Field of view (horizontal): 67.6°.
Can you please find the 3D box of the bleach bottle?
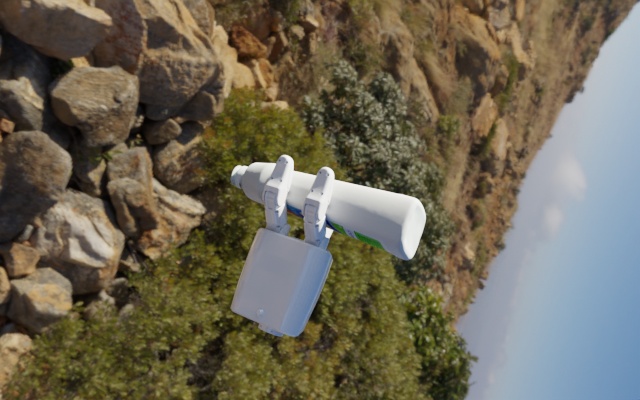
[{"bbox_3d":[0.000,0.002,0.606,0.251,0.068,0.102,17,-11,23],"label":"bleach bottle"}]
